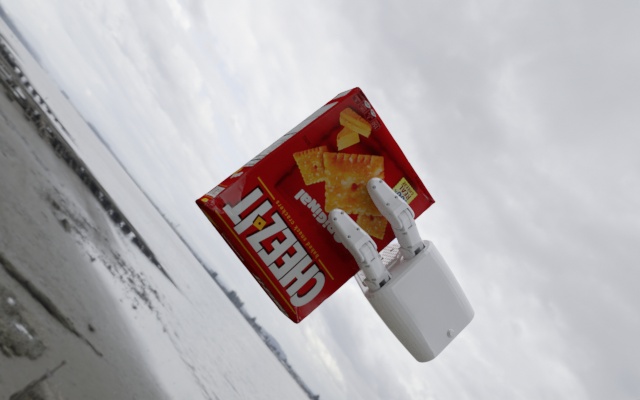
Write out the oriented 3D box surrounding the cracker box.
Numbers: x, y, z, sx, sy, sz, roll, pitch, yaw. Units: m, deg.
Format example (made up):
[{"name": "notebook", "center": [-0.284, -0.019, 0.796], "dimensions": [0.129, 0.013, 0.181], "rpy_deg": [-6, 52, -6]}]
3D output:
[{"name": "cracker box", "center": [0.000, 0.002, 0.530], "dimensions": [0.213, 0.164, 0.072], "rpy_deg": [-39, 15, -16]}]
